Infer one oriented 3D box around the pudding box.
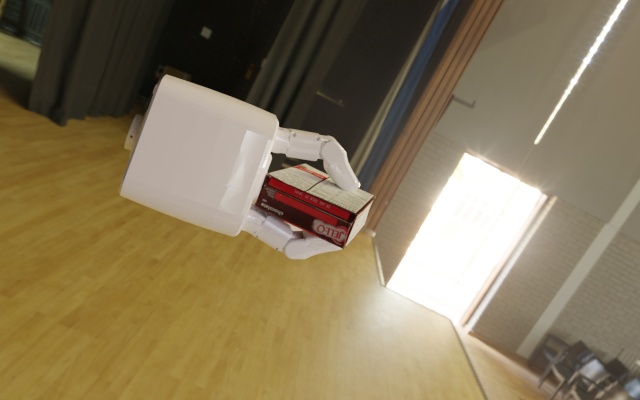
[{"bbox_3d":[0.000,0.001,0.461,0.090,0.039,0.113,25,16,10],"label":"pudding box"}]
